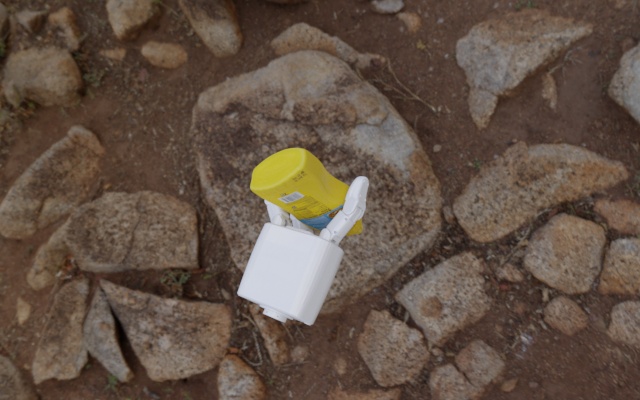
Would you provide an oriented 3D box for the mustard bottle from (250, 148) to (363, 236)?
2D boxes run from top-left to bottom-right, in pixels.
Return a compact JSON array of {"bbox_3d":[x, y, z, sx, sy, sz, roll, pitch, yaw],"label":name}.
[{"bbox_3d":[0.000,0.002,0.668,0.096,0.058,0.192,-21,-40,32],"label":"mustard bottle"}]
